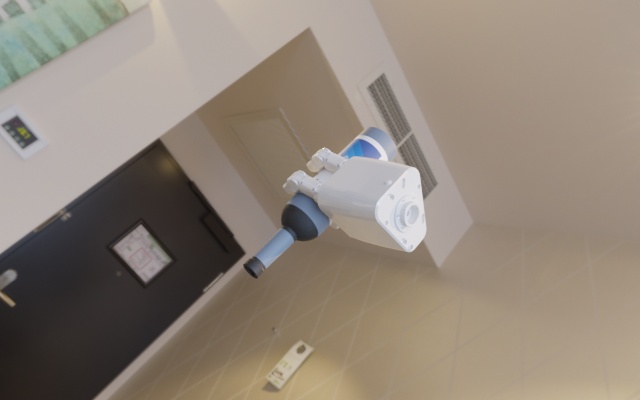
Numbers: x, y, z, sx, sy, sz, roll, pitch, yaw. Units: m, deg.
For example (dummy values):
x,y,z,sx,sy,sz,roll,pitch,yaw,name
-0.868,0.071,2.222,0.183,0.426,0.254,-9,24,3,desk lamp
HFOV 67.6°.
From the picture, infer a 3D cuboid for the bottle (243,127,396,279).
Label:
x,y,z,sx,sy,sz,roll,pitch,yaw,name
0.000,0.002,0.704,0.295,0.069,0.069,-45,23,-25,bottle
